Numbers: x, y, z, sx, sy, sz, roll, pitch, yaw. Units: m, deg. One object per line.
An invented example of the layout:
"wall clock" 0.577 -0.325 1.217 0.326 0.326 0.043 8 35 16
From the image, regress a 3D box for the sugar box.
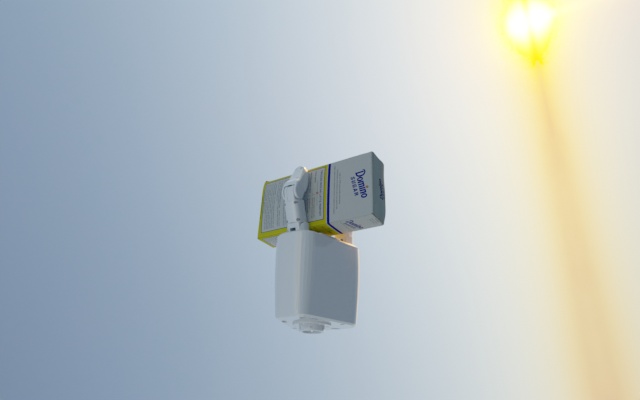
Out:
"sugar box" 0.000 0.002 0.644 0.176 0.093 0.048 -12 -30 27
